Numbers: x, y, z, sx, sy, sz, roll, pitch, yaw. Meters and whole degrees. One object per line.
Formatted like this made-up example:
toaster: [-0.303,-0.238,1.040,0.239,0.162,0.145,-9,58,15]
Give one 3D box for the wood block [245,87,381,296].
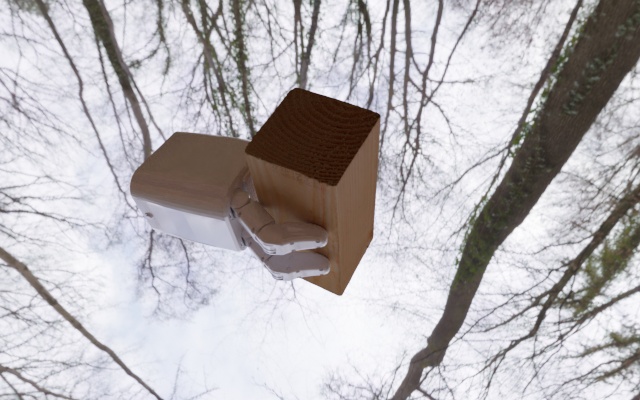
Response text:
wood block: [0.000,0.001,0.486,0.090,0.090,0.206,21,-31,18]
